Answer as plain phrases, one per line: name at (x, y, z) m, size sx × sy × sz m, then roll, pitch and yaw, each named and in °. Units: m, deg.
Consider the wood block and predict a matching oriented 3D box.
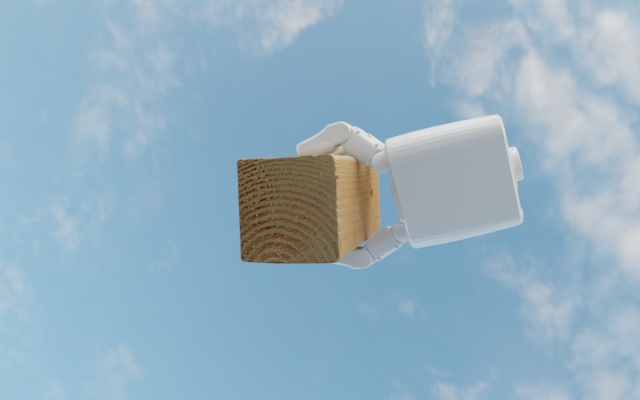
wood block at (0.001, 0.002, 0.493) m, size 0.090 × 0.091 × 0.206 m, roll -2°, pitch 3°, yaw 17°
